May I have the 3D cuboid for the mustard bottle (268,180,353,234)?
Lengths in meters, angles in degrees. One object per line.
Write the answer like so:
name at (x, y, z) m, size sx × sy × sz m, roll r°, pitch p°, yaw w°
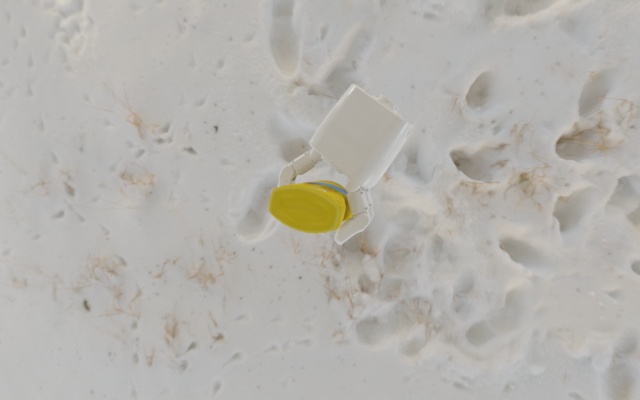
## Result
mustard bottle at (0.000, 0.003, 0.688) m, size 0.096 × 0.058 × 0.191 m, roll 14°, pitch 9°, yaw 12°
